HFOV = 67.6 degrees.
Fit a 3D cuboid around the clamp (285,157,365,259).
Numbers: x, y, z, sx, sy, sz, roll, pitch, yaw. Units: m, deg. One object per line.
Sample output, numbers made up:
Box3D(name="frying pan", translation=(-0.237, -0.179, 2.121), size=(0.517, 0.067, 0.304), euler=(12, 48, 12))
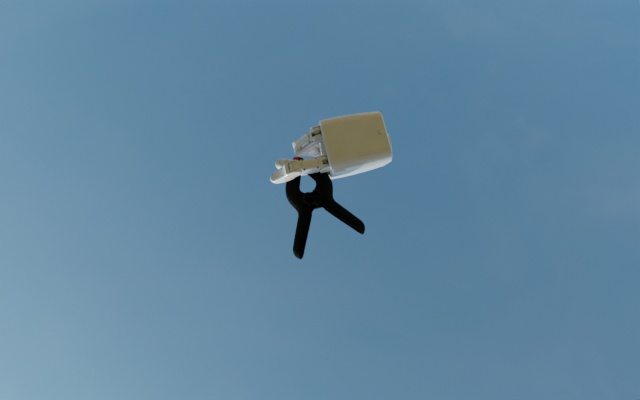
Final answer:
Box3D(name="clamp", translation=(0.000, 0.003, 0.784), size=(0.120, 0.171, 0.039), euler=(-12, -18, -3))
